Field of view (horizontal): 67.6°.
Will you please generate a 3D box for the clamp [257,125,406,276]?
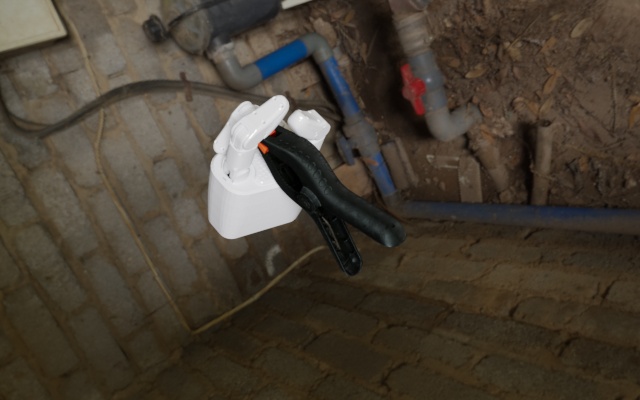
[{"bbox_3d":[0.000,0.002,0.461,0.039,0.171,0.120,-34,-18,-32],"label":"clamp"}]
